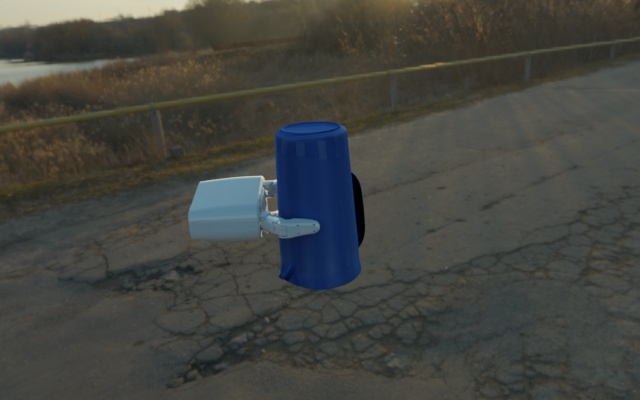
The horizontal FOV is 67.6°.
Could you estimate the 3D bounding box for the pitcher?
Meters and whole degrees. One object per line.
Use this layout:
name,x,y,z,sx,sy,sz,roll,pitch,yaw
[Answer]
pitcher,0.000,0.002,0.751,0.145,0.243,0.149,-3,20,2
